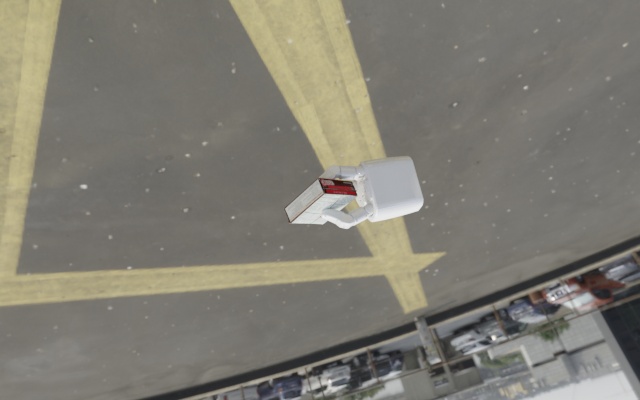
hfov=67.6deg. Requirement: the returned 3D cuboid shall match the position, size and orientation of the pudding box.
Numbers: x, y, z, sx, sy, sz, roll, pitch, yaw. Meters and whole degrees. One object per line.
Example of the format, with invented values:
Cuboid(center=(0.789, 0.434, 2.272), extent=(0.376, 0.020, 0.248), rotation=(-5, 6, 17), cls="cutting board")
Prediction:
Cuboid(center=(0.000, 0.003, 0.898), extent=(0.090, 0.039, 0.113), rotation=(5, -36, -43), cls="pudding box")
